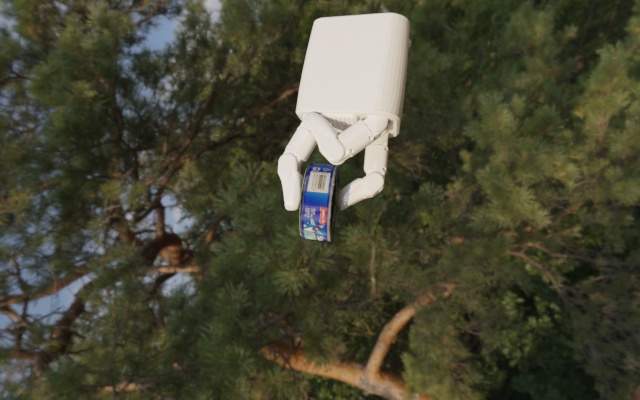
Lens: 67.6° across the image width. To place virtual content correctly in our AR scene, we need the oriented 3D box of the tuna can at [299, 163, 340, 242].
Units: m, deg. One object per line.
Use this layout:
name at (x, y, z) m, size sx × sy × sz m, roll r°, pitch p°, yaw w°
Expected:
tuna can at (0.000, 0.002, 0.531) m, size 0.034 × 0.086 × 0.086 m, roll 6°, pitch 1°, yaw 6°
